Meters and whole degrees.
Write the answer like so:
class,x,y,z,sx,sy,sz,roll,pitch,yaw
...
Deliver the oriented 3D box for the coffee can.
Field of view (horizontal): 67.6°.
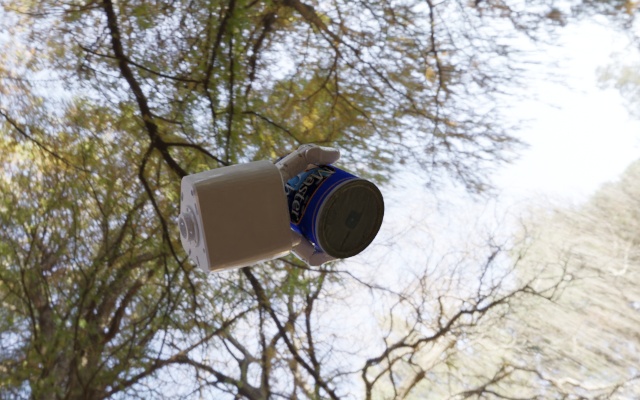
class,x,y,z,sx,sy,sz,roll,pitch,yaw
coffee can,0.000,0.002,0.627,0.103,0.103,0.140,0,18,-37
